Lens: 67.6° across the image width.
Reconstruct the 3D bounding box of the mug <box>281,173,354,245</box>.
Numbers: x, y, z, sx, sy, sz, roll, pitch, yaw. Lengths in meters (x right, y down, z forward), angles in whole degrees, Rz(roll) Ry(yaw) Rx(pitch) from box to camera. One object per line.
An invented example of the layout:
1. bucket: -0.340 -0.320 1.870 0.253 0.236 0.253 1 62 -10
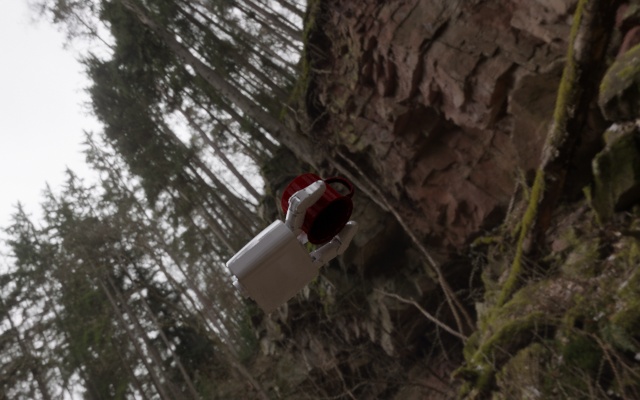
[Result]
1. mug: 0.001 0.001 0.765 0.081 0.117 0.093 42 -18 32
